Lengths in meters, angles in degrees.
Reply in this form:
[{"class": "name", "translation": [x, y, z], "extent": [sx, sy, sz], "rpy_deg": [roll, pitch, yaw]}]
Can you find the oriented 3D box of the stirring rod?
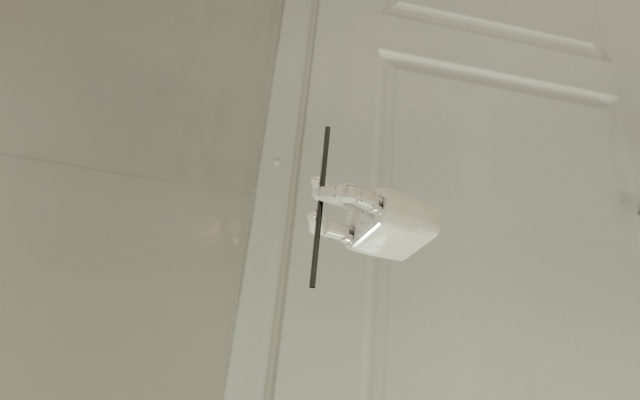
[{"class": "stirring rod", "translation": [0.000, 0.002, 0.665], "extent": [0.011, 0.239, 0.011], "rpy_deg": [5, -22, 2]}]
